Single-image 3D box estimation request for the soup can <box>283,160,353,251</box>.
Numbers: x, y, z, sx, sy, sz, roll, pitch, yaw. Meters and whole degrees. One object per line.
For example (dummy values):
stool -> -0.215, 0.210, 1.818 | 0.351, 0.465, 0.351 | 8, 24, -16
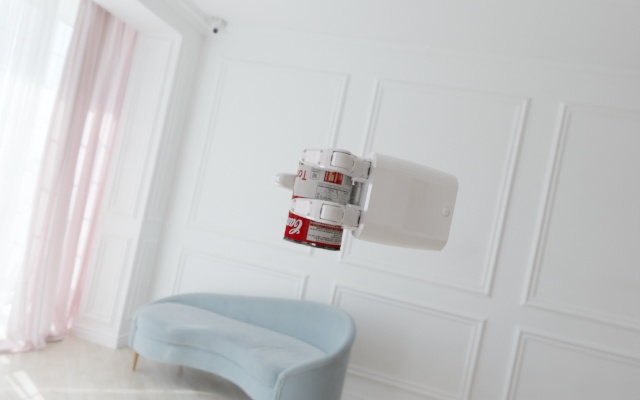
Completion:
soup can -> 0.000, 0.001, 0.550 | 0.068, 0.102, 0.068 | 12, -1, 0
